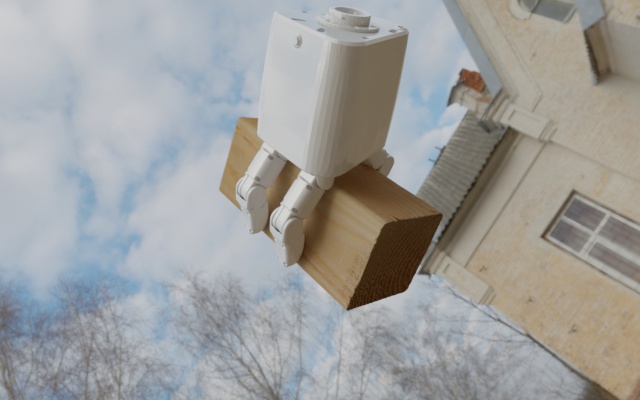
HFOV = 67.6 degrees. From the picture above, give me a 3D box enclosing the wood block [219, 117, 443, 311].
[{"bbox_3d":[0.000,0.001,0.468,0.091,0.090,0.206,-5,34,-45],"label":"wood block"}]
